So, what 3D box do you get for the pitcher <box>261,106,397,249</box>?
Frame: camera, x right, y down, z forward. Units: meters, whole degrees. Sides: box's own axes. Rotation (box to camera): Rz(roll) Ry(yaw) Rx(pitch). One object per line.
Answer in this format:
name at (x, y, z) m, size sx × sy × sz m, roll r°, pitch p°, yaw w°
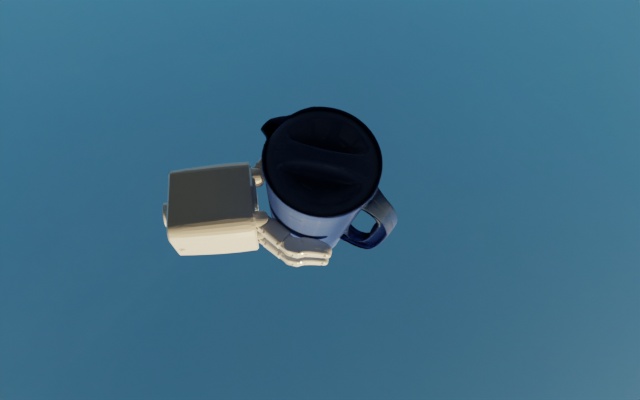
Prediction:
pitcher at (0.000, 0.002, 0.622) m, size 0.145 × 0.149 × 0.243 m, roll -6°, pitch -20°, yaw -8°
